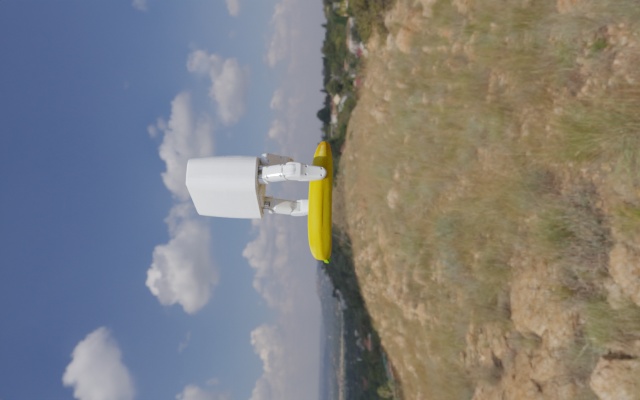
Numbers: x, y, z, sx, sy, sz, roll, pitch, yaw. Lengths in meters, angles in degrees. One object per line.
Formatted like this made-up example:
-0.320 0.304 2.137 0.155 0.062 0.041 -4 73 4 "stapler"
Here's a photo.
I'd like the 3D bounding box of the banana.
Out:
0.000 0.009 0.736 0.037 0.198 0.069 1 9 1 "banana"
